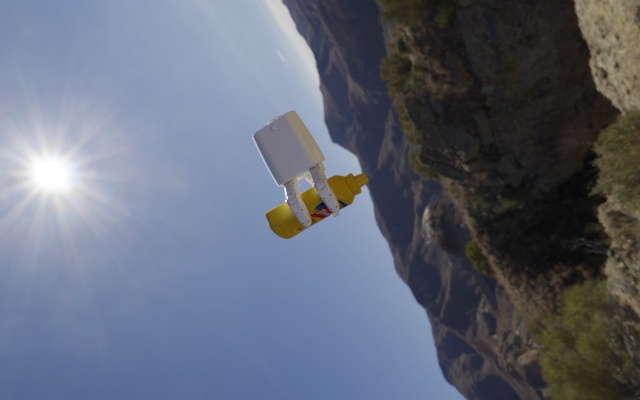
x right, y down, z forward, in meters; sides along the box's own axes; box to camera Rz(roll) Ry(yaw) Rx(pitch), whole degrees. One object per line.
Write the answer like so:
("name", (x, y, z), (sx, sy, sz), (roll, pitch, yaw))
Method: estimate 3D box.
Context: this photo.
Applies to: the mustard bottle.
("mustard bottle", (0.000, 0.003, 0.874), (0.191, 0.058, 0.096), (-29, -23, 13))
